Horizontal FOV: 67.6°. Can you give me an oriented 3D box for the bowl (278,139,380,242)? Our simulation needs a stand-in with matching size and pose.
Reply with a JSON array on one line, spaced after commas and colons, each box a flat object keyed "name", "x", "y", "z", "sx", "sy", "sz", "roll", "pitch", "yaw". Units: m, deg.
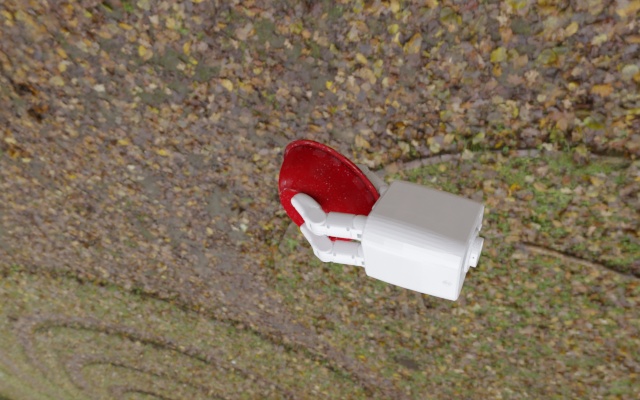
[{"name": "bowl", "x": -0.001, "y": 0.002, "z": 0.609, "sx": 0.055, "sy": 0.162, "sz": 0.162, "roll": -48, "pitch": 26, "yaw": -26}]
